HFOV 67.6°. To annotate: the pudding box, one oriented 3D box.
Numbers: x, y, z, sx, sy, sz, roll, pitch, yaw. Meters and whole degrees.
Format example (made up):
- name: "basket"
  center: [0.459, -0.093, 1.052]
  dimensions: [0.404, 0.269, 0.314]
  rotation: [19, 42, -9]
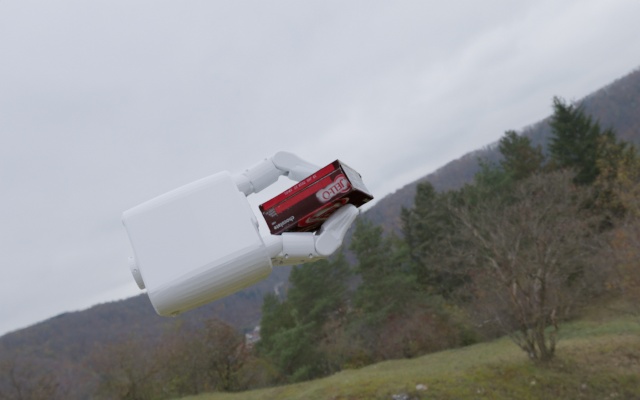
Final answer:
- name: "pudding box"
  center: [0.000, 0.001, 0.484]
  dimensions: [0.090, 0.039, 0.113]
  rotation: [-29, -9, 12]
